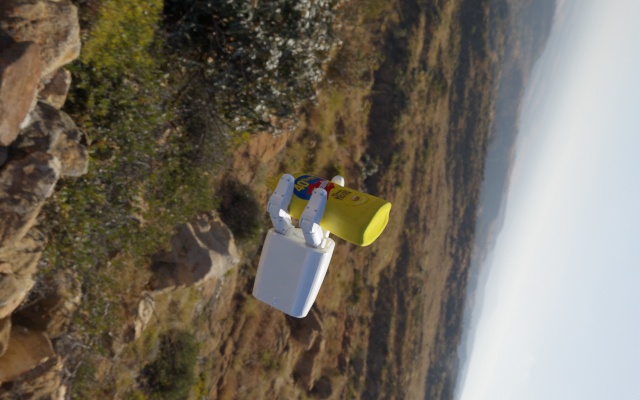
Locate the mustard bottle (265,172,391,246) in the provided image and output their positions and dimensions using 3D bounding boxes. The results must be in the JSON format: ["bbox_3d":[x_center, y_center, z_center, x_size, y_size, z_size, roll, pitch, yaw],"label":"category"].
[{"bbox_3d":[0.000,0.002,0.707,0.191,0.058,0.096,21,32,24],"label":"mustard bottle"}]
